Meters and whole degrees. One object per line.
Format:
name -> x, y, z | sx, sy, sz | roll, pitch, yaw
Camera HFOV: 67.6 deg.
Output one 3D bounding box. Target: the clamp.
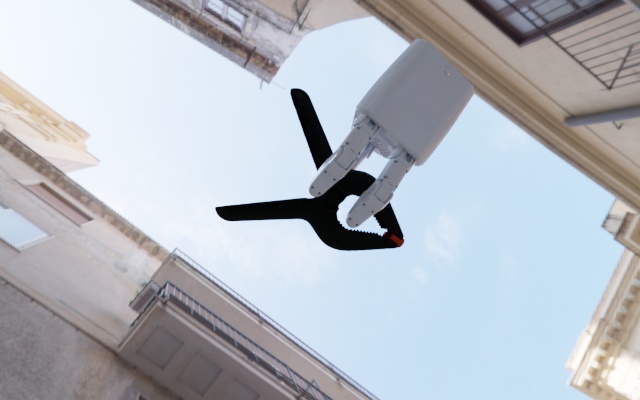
clamp -> 0.000, 0.002, 0.538 | 0.210, 0.164, 0.036 | 40, -3, -13
